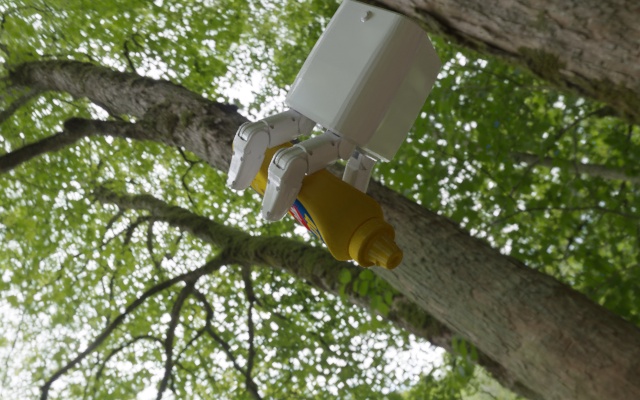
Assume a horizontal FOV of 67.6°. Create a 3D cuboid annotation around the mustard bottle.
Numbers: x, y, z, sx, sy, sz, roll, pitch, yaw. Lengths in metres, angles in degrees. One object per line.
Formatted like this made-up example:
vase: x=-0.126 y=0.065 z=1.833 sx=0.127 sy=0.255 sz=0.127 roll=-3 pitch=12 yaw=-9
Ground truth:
mustard bottle: x=0.000 y=0.002 z=0.429 sx=0.191 sy=0.058 sz=0.096 roll=37 pitch=-13 yaw=40
